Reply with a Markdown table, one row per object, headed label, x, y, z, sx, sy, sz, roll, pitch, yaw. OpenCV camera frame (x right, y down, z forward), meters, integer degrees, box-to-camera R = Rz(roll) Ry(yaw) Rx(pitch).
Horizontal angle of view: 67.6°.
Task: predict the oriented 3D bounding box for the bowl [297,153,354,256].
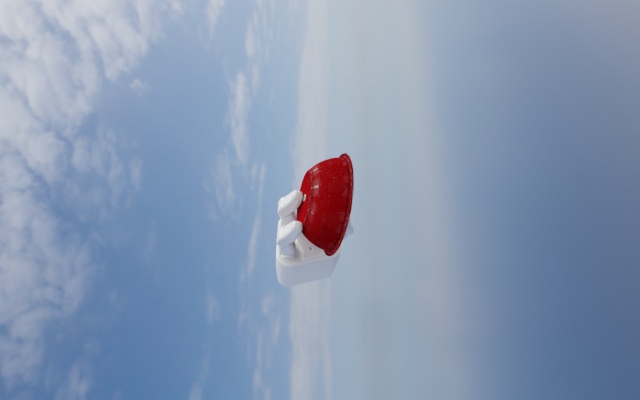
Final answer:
| label | x | y | z | sx | sy | sz | roll | pitch | yaw |
| --- | --- | --- | --- | --- | --- | --- | --- | --- | --- |
| bowl | 0.000 | 0.001 | 0.735 | 0.055 | 0.162 | 0.162 | 9 | -2 | -14 |
